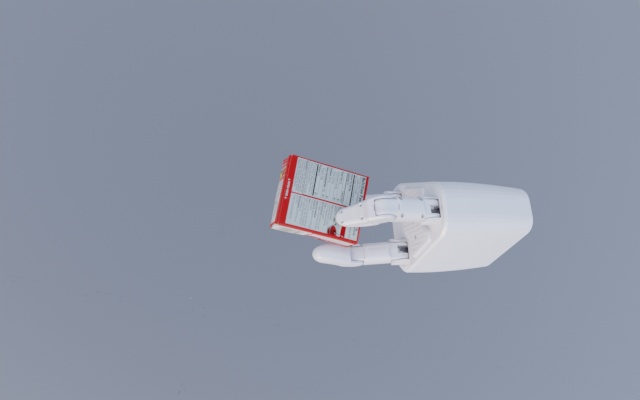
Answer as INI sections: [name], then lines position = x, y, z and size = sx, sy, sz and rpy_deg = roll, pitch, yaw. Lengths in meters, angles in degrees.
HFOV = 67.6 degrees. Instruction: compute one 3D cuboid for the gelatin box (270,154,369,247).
[gelatin box]
position = 0.000, 0.001, 0.482
size = 0.089, 0.073, 0.030
rpy_deg = 15, -16, -18
